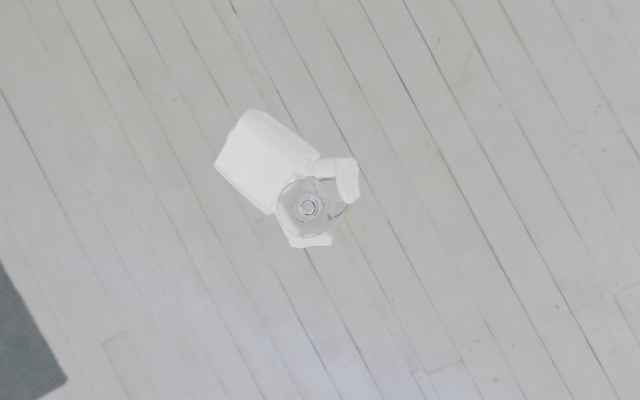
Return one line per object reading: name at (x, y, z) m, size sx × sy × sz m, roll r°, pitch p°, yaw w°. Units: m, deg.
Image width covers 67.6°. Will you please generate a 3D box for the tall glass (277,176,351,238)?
tall glass at (0.000, 0.002, 0.681) m, size 0.079 × 0.079 × 0.201 m, roll 0°, pitch 4°, yaw 11°
